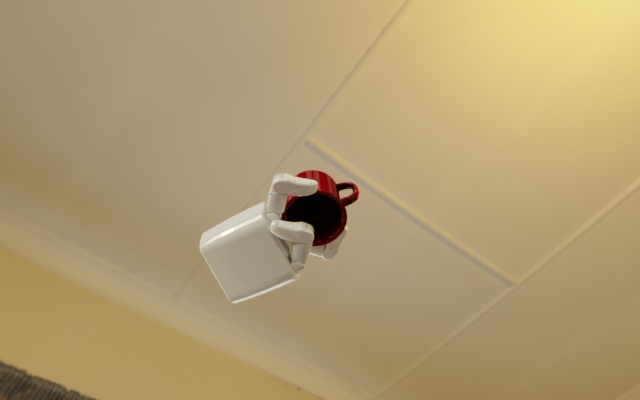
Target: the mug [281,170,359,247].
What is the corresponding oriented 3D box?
[{"bbox_3d":[0.001,0.002,0.702,0.117,0.093,0.081,-23,28,9],"label":"mug"}]
